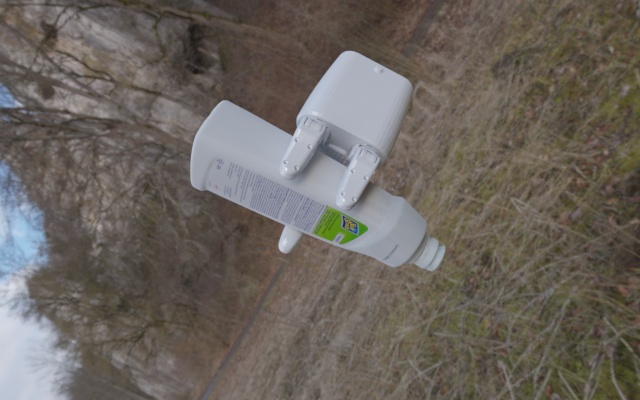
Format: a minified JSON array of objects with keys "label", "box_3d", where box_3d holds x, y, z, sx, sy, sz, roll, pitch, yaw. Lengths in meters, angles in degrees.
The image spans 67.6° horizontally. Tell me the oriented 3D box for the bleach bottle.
[{"label":"bleach bottle","box_3d":[0.000,0.001,0.466,0.251,0.068,0.103,28,-30,-1]}]
